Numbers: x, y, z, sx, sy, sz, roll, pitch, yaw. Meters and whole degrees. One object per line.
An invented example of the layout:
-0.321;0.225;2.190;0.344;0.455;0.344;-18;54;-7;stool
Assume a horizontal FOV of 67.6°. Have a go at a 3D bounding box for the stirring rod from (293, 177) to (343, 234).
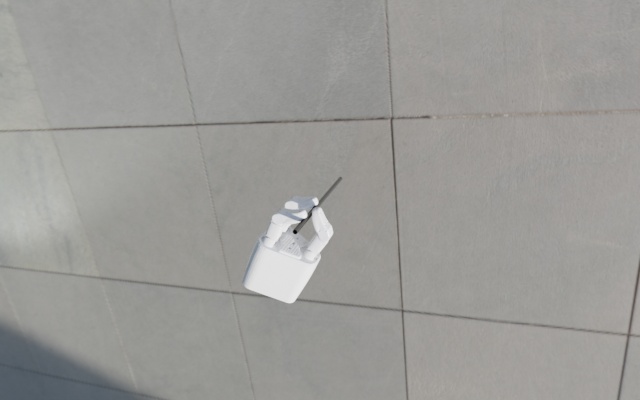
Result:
0.000;0.003;0.846;0.011;0.011;0.239;0;23;21;stirring rod
